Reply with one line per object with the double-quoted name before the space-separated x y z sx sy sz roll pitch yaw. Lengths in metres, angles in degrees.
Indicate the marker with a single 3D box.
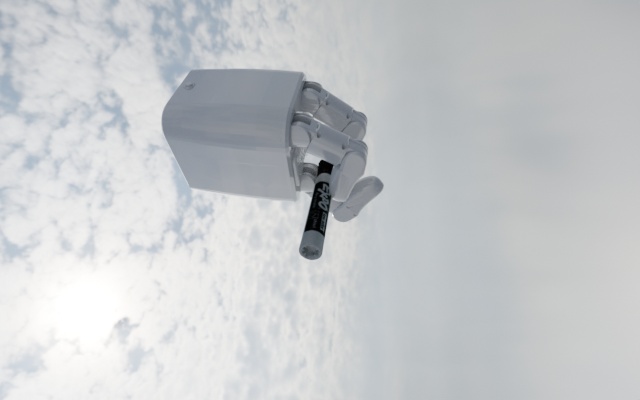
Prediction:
"marker" 0.000 0.001 0.415 0.020 0.020 0.121 0 40 10
